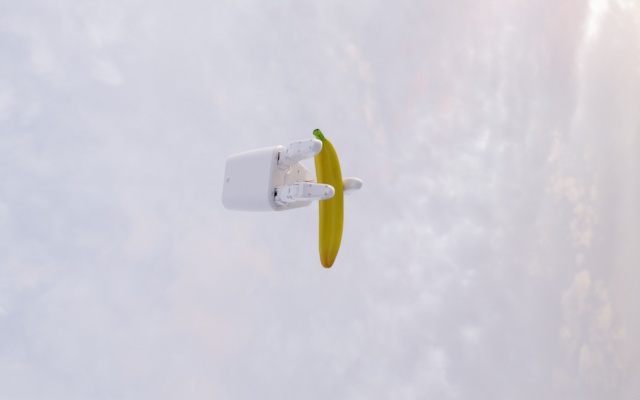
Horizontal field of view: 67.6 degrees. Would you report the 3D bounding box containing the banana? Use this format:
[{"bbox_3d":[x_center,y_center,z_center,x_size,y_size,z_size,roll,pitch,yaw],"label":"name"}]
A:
[{"bbox_3d":[0.009,-0.004,0.694,0.037,0.198,0.069,-2,8,29],"label":"banana"}]
